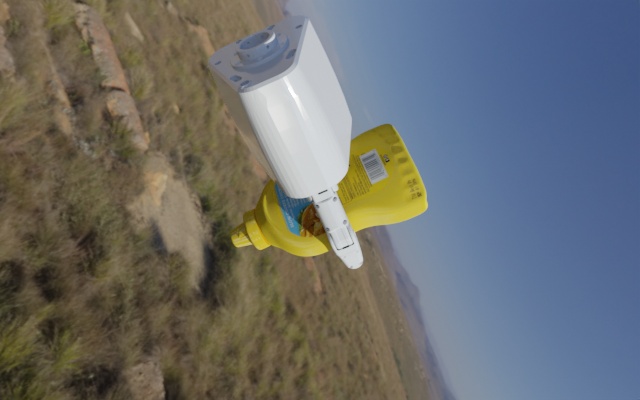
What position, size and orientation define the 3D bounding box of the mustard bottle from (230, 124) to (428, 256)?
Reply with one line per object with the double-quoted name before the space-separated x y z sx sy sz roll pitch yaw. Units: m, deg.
"mustard bottle" 0.000 0.002 0.471 0.191 0.096 0.058 -23 -27 4
